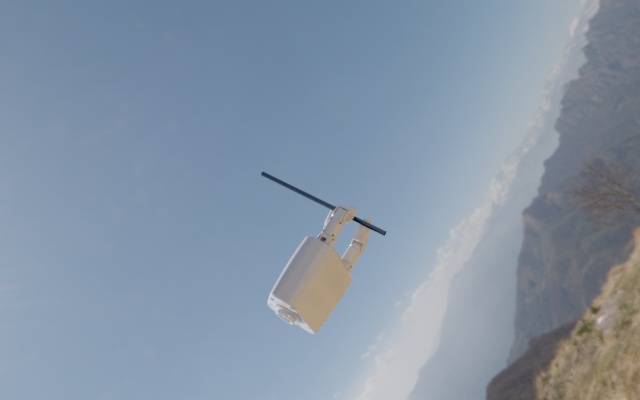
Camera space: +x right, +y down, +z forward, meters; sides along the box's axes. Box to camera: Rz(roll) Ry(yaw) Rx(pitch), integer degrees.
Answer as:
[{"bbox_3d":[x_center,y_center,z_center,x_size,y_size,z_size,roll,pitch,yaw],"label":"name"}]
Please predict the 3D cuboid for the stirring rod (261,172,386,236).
[{"bbox_3d":[0.000,0.003,0.790,0.239,0.011,0.011,26,10,20],"label":"stirring rod"}]
